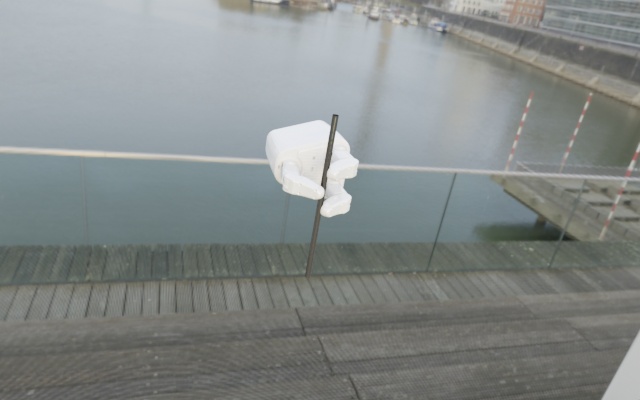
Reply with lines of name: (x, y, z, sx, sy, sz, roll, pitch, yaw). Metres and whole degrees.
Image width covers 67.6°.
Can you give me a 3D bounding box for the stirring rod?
stirring rod: (0.000, 0.002, 0.642, 0.011, 0.240, 0.011, 8, 25, -4)
